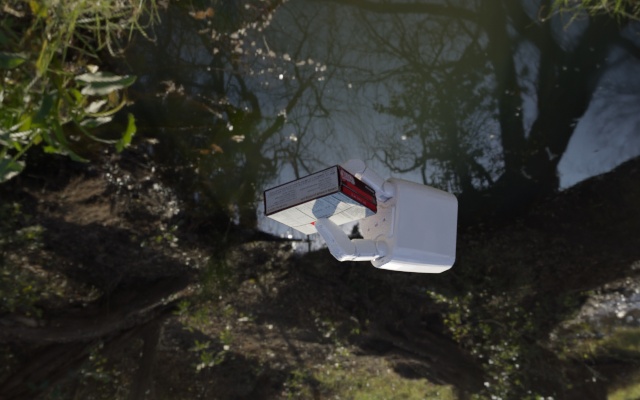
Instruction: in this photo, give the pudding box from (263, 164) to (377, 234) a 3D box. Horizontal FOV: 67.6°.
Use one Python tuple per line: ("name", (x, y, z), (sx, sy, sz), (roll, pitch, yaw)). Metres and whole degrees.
("pudding box", (0.000, 0.002, 0.586), (0.113, 0.039, 0.090), (-20, -29, 28))
